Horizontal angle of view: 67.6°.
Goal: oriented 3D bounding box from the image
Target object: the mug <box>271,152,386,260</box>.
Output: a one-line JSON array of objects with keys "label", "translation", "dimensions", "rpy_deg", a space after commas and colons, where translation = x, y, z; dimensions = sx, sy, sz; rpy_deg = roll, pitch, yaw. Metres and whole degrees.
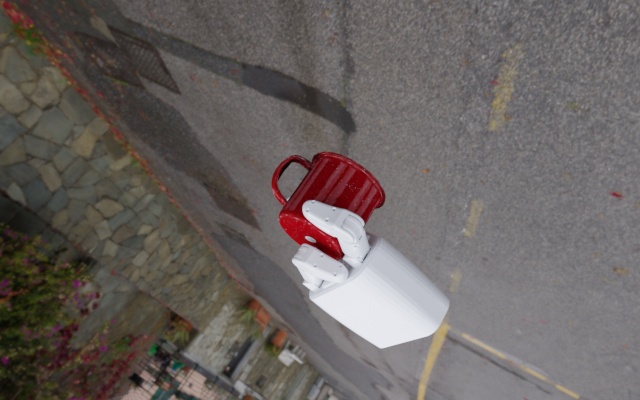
[{"label": "mug", "translation": [-0.001, 0.001, 0.504], "dimensions": [0.117, 0.081, 0.093], "rpy_deg": [39, -23, -11]}]
